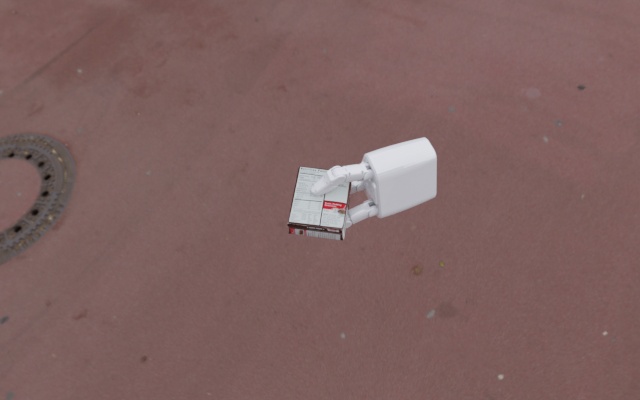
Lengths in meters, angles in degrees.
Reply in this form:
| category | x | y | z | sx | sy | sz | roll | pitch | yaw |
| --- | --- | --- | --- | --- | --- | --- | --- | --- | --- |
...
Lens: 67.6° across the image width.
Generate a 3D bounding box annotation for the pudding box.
| category | x | y | z | sx | sy | sz | roll | pitch | yaw |
| --- | --- | --- | --- | --- | --- | --- | --- | --- | --- |
| pudding box | 0.000 | 0.002 | 0.764 | 0.090 | 0.113 | 0.039 | 6 | -32 | 6 |
